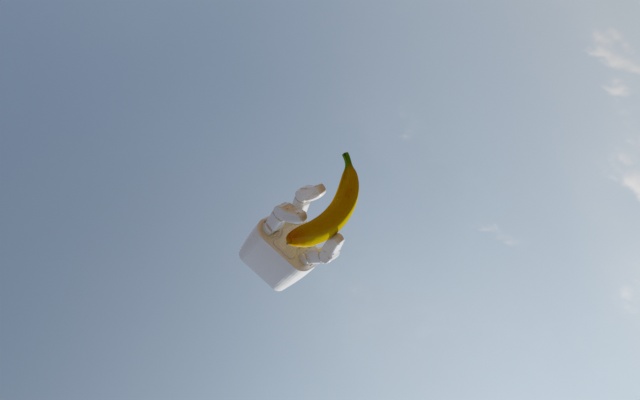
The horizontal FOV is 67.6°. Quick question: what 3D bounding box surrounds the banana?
[{"bbox_3d":[0.015,0.013,0.719,0.037,0.069,0.197,-31,20,48],"label":"banana"}]
